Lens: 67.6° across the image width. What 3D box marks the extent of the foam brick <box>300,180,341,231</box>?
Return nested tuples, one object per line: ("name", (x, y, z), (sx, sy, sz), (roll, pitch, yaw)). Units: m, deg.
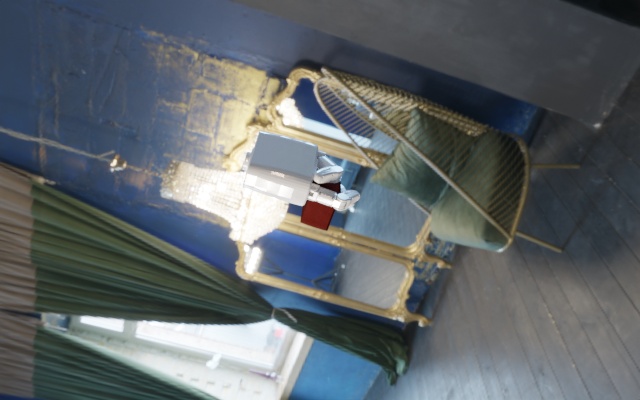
("foam brick", (0.000, 0.003, 0.835), (0.051, 0.078, 0.053), (15, 31, -8))
